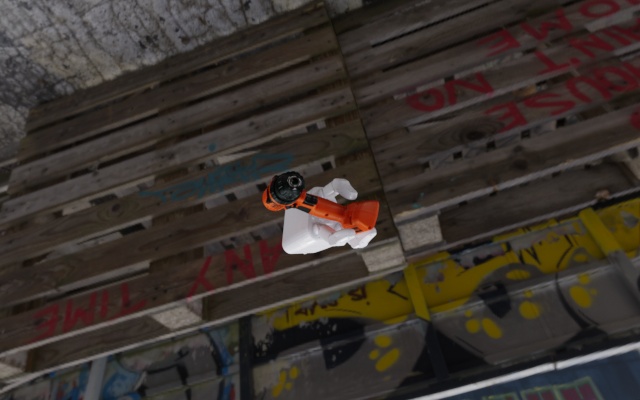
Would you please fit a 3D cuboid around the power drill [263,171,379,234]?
[{"bbox_3d":[0.000,0.003,0.815,0.187,0.057,0.184,18,-11,-13],"label":"power drill"}]
